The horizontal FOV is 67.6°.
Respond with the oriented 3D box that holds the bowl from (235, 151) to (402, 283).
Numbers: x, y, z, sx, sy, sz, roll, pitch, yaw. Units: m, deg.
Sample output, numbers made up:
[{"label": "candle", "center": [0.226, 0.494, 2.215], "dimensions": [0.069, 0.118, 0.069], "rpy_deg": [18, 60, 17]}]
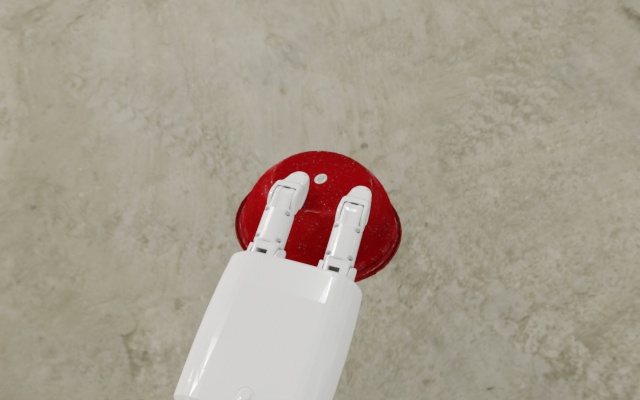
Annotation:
[{"label": "bowl", "center": [0.000, 0.000, 0.448], "dimensions": [0.162, 0.055, 0.162], "rpy_deg": [3, 41, -2]}]
